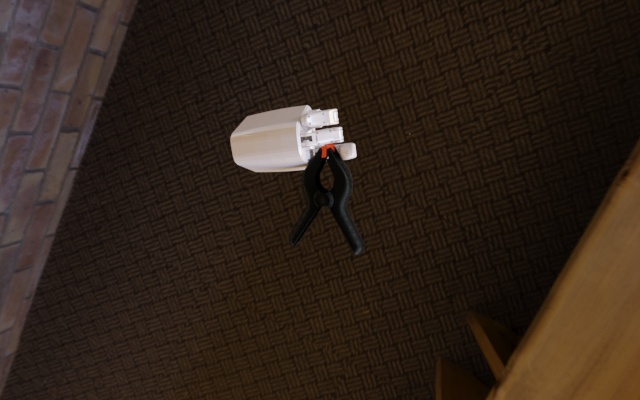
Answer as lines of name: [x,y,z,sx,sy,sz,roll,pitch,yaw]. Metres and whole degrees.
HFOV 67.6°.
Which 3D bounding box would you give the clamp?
clamp: [0.000,0.002,0.724,0.120,0.171,0.039,-5,7,15]
